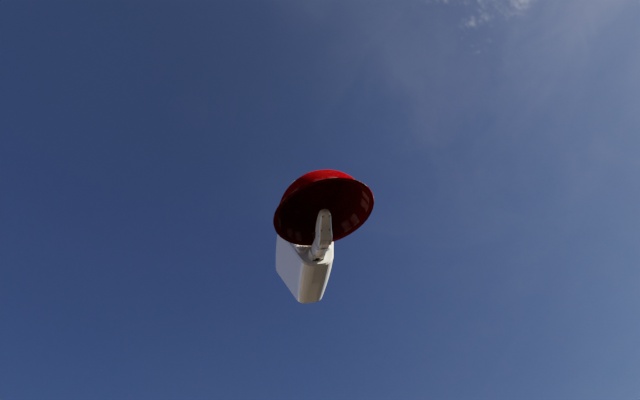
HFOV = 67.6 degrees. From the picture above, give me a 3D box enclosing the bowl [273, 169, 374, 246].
[{"bbox_3d":[0.001,0.001,0.756,0.162,0.055,0.162,-11,-39,-9],"label":"bowl"}]
